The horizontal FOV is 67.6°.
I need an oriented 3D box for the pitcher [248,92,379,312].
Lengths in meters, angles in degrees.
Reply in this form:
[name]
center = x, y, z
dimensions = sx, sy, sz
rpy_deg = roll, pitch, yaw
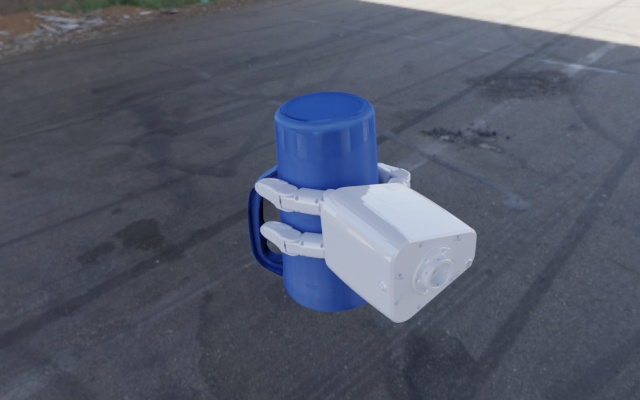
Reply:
[pitcher]
center = 0.000, 0.002, 0.571
dimensions = 0.149, 0.243, 0.145
rpy_deg = -21, 35, -25
